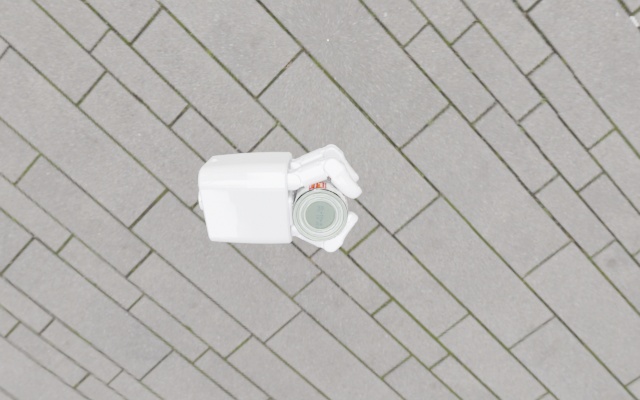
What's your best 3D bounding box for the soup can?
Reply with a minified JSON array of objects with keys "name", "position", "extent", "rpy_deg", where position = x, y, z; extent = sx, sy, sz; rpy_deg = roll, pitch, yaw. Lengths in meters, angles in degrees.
[{"name":"soup can","position":[0.001,0.002,0.603],"extent":[0.068,0.068,0.102],"rpy_deg":[0,19,1]}]
